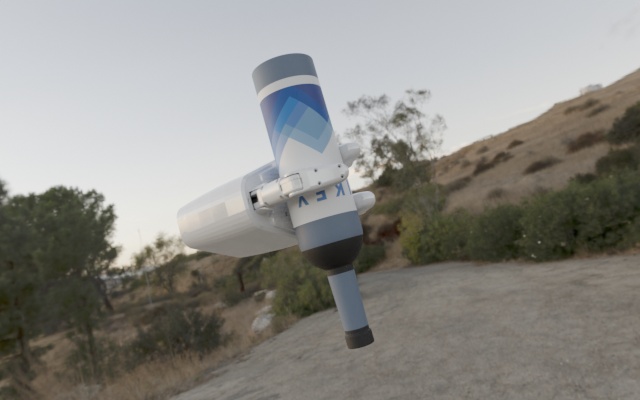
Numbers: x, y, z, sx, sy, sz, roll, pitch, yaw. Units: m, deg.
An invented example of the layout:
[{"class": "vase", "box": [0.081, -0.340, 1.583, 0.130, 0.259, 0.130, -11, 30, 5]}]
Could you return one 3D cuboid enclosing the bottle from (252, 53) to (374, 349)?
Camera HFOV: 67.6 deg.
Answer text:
[{"class": "bottle", "box": [0.000, 0.001, 0.486, 0.069, 0.295, 0.069, -16, -6, -2]}]
